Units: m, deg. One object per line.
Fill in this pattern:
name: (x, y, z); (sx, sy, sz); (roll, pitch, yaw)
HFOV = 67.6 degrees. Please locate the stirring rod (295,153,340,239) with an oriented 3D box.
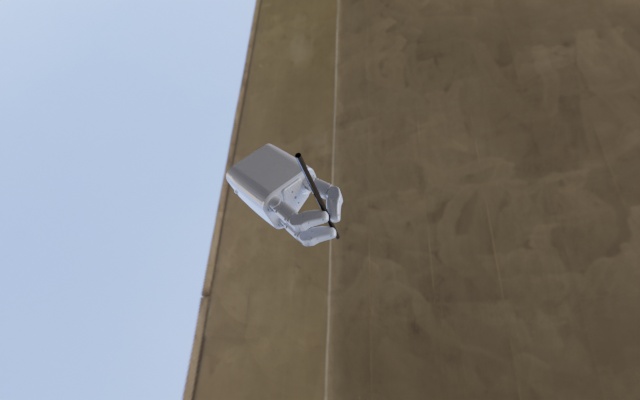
stirring rod: (0.000, 0.002, 0.708); (0.011, 0.011, 0.240); (0, -30, 16)
